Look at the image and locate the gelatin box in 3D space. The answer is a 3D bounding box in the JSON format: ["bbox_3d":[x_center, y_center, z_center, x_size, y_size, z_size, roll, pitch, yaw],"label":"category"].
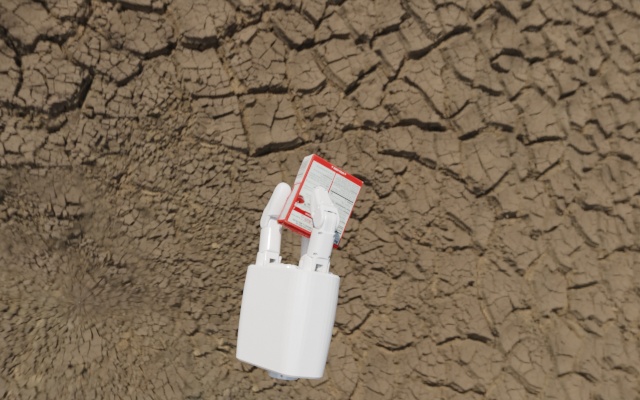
[{"bbox_3d":[0.000,0.001,0.558,0.073,0.089,0.030,28,-13,-21],"label":"gelatin box"}]
